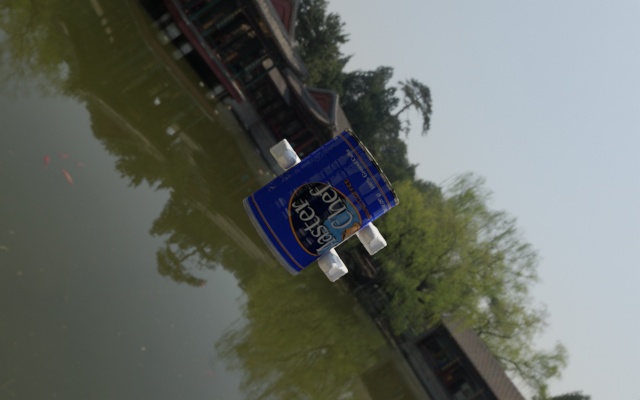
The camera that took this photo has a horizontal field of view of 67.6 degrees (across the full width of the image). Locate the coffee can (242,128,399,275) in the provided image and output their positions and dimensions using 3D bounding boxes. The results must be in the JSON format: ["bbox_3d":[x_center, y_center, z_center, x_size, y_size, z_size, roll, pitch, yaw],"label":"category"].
[{"bbox_3d":[0.000,0.002,0.530,0.140,0.103,0.103,-35,-1,1],"label":"coffee can"}]
